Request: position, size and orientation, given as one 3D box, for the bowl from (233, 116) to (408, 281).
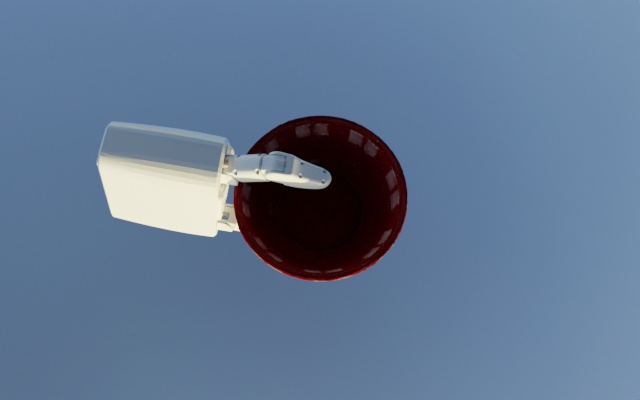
[{"bbox_3d":[0.001,0.002,0.464,0.162,0.162,0.055,0,-18,0],"label":"bowl"}]
